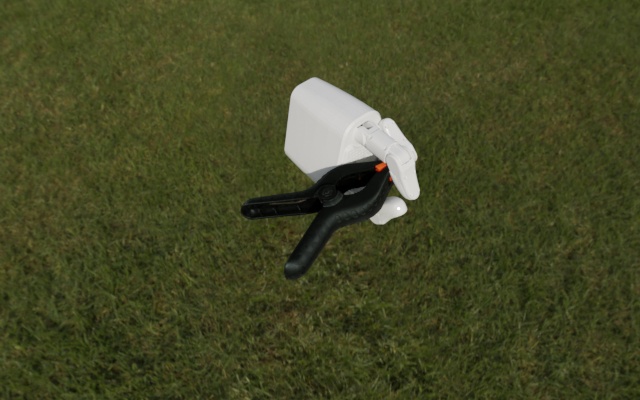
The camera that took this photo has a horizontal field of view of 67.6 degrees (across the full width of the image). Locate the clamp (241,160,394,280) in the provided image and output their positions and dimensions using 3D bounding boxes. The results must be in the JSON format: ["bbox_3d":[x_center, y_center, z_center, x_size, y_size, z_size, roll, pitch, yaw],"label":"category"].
[{"bbox_3d":[0.000,0.001,0.514,0.171,0.039,0.120,-34,53,-22],"label":"clamp"}]
